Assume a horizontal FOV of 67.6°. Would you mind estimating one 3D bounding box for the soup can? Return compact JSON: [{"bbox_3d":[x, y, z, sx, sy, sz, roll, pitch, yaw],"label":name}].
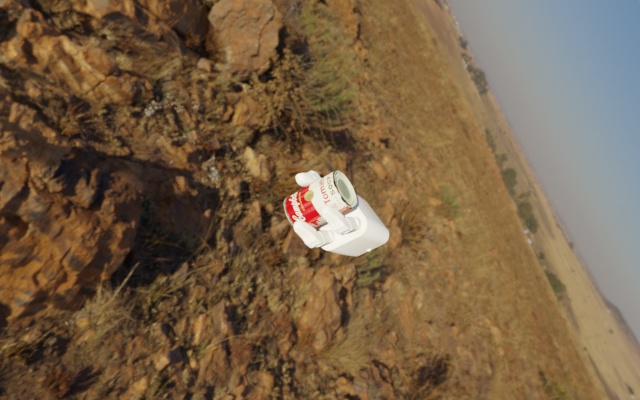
[{"bbox_3d":[0.000,0.002,0.787,0.102,0.068,0.068,-28,-12,23],"label":"soup can"}]
